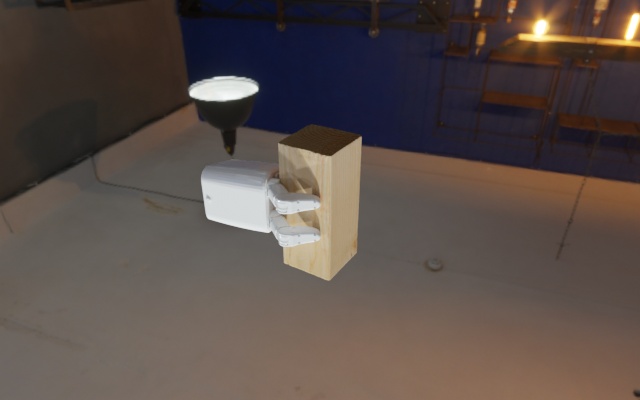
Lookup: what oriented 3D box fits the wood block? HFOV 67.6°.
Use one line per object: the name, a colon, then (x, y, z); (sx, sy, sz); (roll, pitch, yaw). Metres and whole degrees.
wood block: (0.000, 0.002, 0.722); (0.090, 0.206, 0.090); (17, 34, 27)
